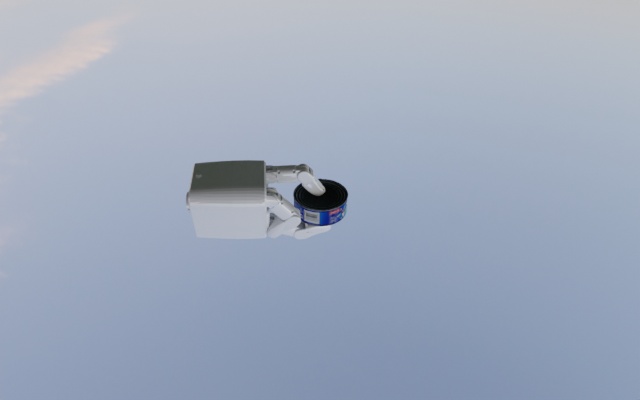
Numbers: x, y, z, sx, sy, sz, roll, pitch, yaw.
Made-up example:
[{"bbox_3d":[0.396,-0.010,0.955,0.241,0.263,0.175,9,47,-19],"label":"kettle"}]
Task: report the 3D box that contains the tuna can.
[{"bbox_3d":[0.000,0.003,0.754,0.086,0.034,0.086,1,36,0],"label":"tuna can"}]
